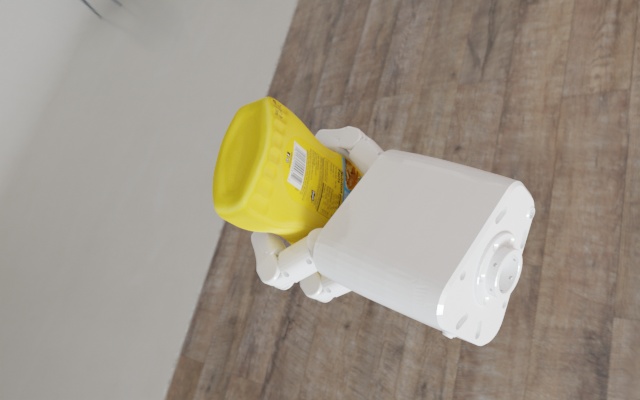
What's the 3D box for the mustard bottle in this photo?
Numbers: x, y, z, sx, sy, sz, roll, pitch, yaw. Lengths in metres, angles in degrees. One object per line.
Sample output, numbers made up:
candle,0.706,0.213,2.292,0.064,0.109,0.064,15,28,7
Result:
mustard bottle,0.000,0.001,0.406,0.058,0.096,0.192,-12,-30,36
